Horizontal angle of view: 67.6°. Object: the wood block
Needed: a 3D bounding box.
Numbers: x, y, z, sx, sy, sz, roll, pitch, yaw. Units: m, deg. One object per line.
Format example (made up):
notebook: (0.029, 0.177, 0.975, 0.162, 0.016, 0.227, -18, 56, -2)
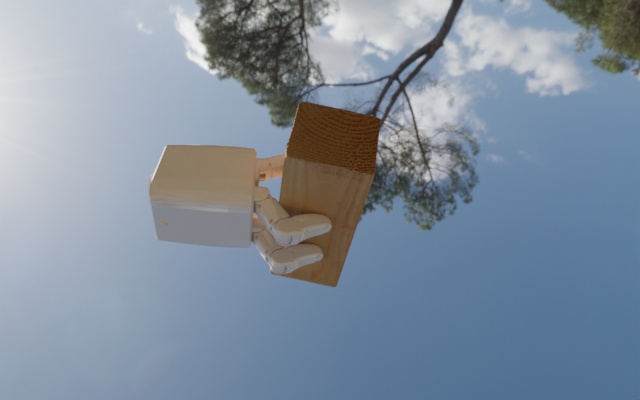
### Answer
wood block: (0.000, 0.002, 0.553, 0.090, 0.090, 0.206, 12, -42, -1)
